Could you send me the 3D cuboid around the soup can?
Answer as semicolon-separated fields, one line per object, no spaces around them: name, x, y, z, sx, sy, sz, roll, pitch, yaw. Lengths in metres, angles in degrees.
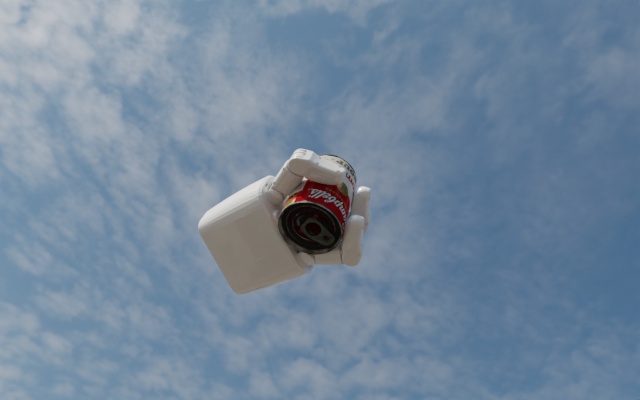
soup can;0.000;0.001;0.529;0.068;0.068;0.102;0;34;16
